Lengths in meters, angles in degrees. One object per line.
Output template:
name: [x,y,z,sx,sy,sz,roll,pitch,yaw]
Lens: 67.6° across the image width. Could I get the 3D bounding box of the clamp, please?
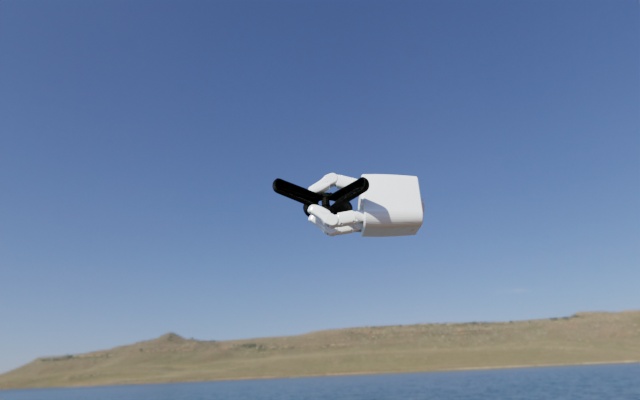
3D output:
clamp: [0.000,0.002,0.889,0.164,0.036,0.210,3,-20,1]
